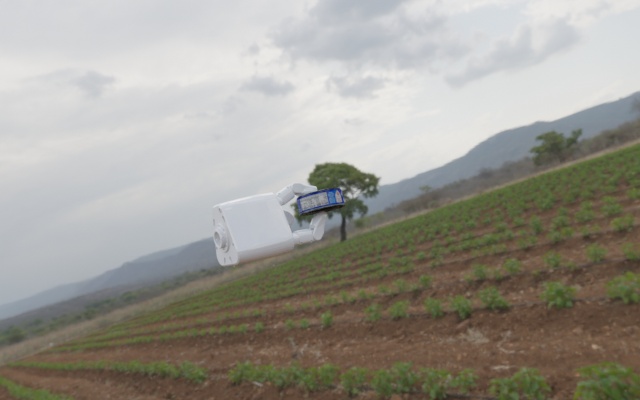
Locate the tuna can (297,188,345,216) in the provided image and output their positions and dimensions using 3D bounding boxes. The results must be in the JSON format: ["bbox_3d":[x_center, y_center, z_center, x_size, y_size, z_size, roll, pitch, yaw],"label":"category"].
[{"bbox_3d":[0.000,0.002,0.875,0.086,0.033,0.086,-13,-6,-1],"label":"tuna can"}]
